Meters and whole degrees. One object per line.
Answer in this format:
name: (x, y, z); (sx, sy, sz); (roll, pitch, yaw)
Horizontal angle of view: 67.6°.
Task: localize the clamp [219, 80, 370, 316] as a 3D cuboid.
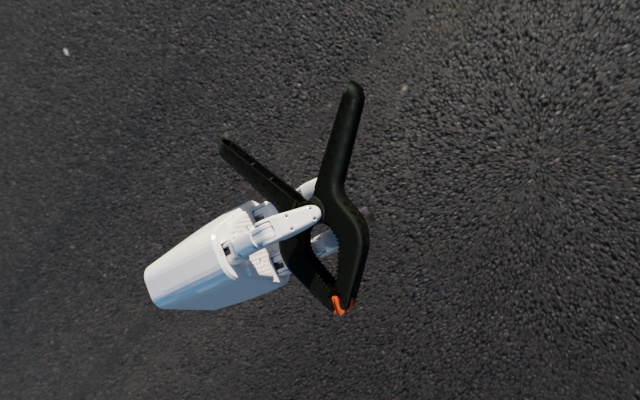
clamp: (0.000, 0.002, 0.455); (0.164, 0.210, 0.036); (-26, -7, 26)
